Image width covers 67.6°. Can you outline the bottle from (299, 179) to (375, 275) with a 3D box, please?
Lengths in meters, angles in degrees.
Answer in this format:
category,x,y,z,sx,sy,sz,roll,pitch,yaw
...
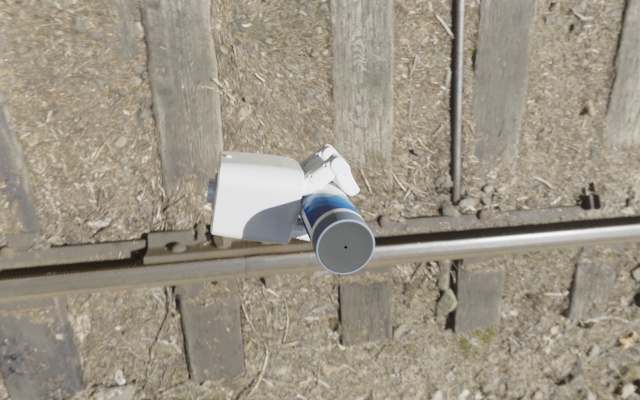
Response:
category,x,y,z,sx,sy,sz,roll,pitch,yaw
bottle,0.000,0.002,0.654,0.069,0.069,0.295,0,20,-11
